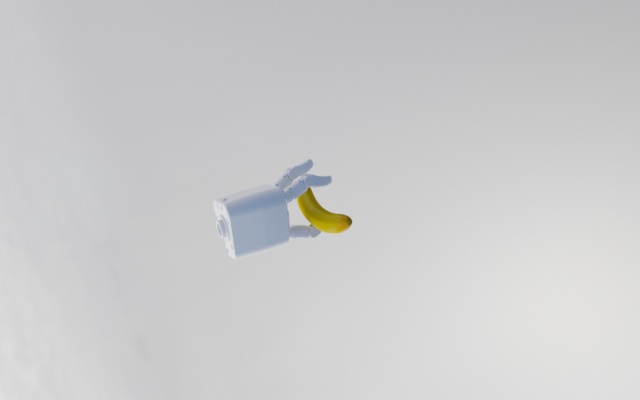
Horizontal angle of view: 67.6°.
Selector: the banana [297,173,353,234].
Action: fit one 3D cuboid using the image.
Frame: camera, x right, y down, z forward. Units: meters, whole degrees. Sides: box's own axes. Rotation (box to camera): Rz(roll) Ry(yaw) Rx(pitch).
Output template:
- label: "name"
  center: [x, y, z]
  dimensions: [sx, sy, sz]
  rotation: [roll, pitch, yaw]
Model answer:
- label: "banana"
  center: [-0.002, 0.017, 0.863]
  dimensions: [0.037, 0.070, 0.197]
  rotation: [-13, 33, -24]
